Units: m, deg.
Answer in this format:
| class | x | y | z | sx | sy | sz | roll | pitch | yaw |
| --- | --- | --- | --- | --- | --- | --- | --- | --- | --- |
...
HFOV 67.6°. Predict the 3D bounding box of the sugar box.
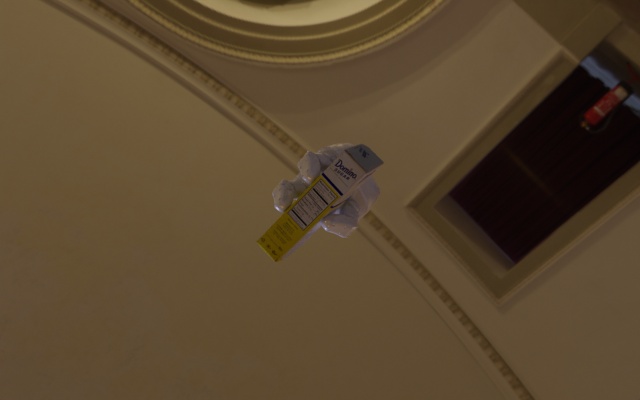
| class | x | y | z | sx | sy | sz | roll | pitch | yaw |
| --- | --- | --- | --- | --- | --- | --- | --- | --- | --- |
| sugar box | 0.000 | 0.002 | 0.628 | 0.176 | 0.048 | 0.093 | -48 | -7 | 22 |
